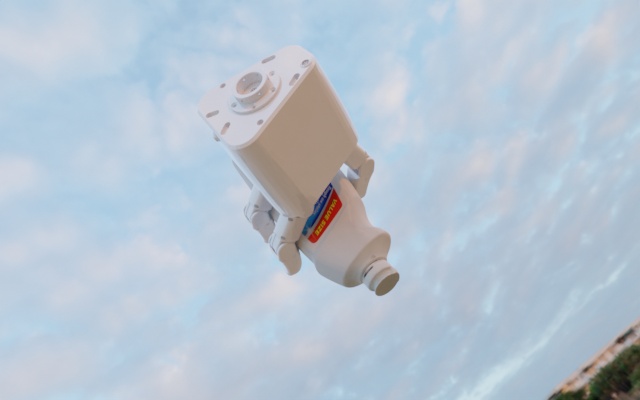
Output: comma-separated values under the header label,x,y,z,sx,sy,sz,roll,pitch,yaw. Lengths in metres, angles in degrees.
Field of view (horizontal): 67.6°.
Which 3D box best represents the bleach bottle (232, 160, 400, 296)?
label,x,y,z,sx,sy,sz,roll,pitch,yaw
bleach bottle,0.000,0.002,0.516,0.250,0.102,0.068,46,-4,39
